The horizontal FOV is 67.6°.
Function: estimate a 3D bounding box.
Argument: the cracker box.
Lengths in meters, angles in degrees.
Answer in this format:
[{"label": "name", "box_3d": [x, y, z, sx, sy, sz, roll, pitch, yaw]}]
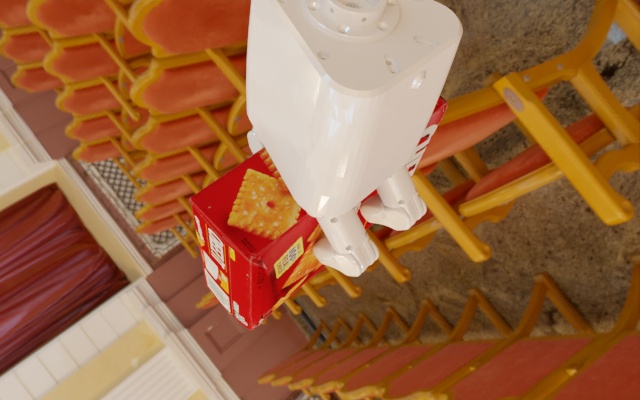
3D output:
[{"label": "cracker box", "box_3d": [0.000, 0.001, 0.413, 0.213, 0.072, 0.164, -38, -19, -26]}]
